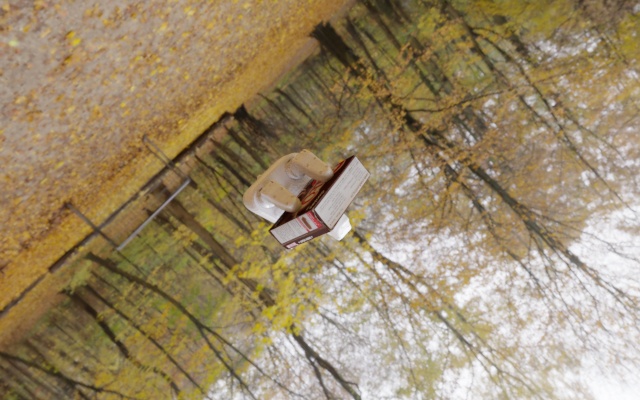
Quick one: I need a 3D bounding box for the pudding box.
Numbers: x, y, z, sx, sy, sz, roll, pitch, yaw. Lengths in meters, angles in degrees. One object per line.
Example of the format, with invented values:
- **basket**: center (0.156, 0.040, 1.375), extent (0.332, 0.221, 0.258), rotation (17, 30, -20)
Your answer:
- **pudding box**: center (0.000, 0.002, 0.577), extent (0.090, 0.039, 0.113), rotation (-28, 20, 47)
